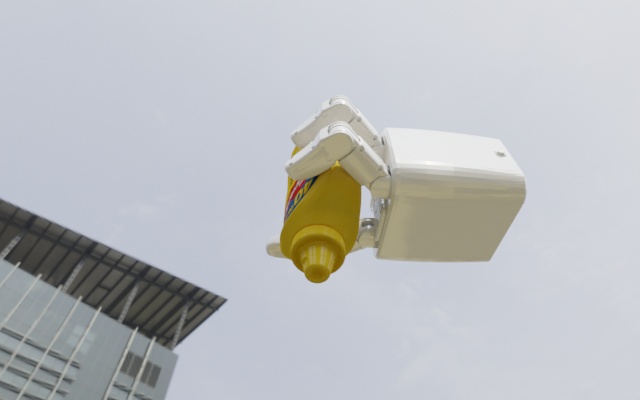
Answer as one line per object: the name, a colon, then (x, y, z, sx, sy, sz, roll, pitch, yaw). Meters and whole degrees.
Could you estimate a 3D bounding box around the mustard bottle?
mustard bottle: (0.000, 0.001, 0.415, 0.058, 0.096, 0.191, 25, 30, -14)
